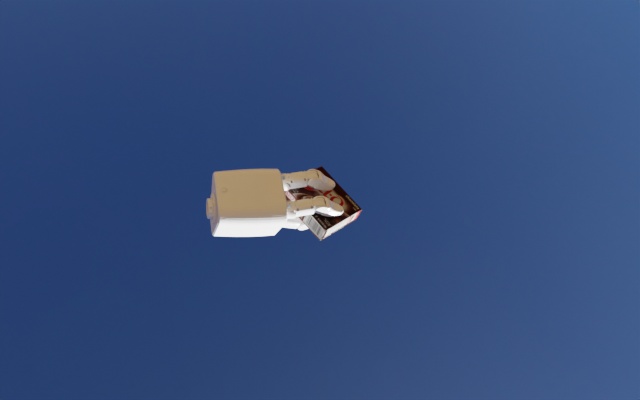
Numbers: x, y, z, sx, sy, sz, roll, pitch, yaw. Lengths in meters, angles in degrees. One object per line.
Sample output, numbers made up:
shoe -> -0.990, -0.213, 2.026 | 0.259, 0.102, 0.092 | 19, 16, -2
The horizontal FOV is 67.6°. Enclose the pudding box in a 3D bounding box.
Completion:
pudding box -> 0.000, 0.003, 0.816 | 0.090, 0.113, 0.039 | -28, -21, -35
